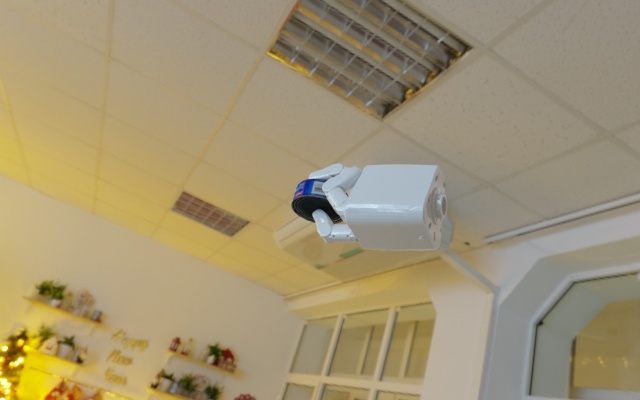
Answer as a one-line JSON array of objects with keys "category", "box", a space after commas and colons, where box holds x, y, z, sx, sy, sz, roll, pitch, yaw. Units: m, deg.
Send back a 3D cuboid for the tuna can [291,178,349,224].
[{"category": "tuna can", "box": [0.000, 0.002, 0.737, 0.086, 0.033, 0.086, 10, -29, 6]}]
